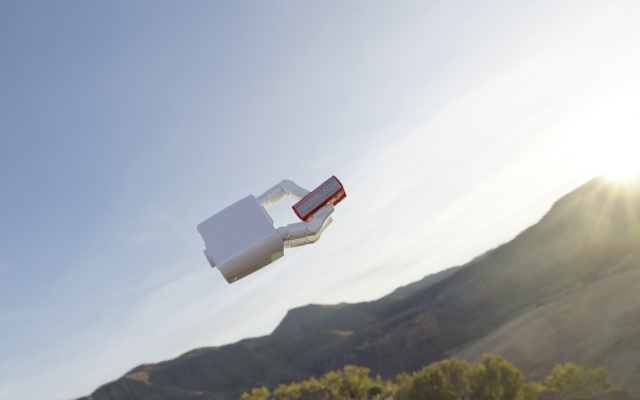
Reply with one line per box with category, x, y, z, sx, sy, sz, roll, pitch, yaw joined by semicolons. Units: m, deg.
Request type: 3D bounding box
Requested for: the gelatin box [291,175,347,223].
gelatin box;0.000;0.002;0.796;0.089;0.030;0.073;-38;-14;-1
